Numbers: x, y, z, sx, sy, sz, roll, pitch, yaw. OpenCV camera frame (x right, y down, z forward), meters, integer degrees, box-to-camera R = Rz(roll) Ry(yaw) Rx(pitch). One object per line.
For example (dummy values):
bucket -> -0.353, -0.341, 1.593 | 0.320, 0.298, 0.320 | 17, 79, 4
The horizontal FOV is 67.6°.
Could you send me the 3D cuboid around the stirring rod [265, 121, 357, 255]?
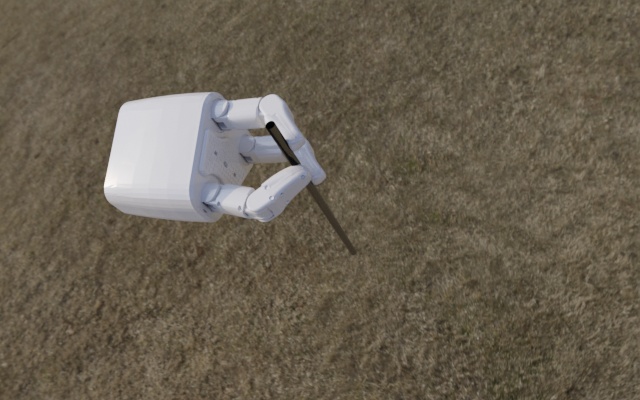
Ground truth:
stirring rod -> 0.000, 0.002, 0.461 | 0.011, 0.011, 0.240 | 0, -29, 21
